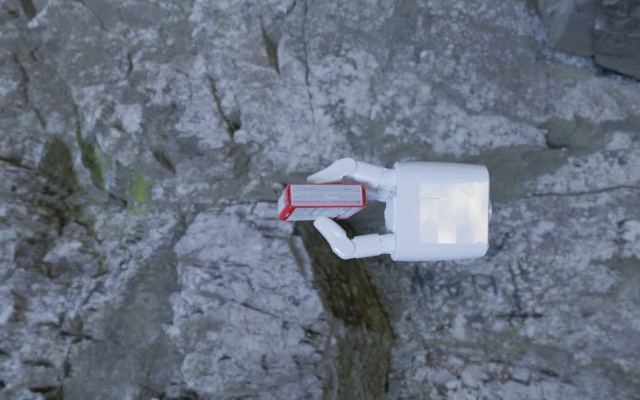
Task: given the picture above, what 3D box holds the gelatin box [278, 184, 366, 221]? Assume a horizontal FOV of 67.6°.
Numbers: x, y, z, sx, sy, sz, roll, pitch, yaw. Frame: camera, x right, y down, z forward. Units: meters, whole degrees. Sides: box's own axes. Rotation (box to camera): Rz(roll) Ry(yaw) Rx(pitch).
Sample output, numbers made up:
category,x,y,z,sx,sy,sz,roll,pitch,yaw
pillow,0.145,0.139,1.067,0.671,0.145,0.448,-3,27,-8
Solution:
category,x,y,z,sx,sy,sz,roll,pitch,yaw
gelatin box,0.000,0.002,0.551,0.089,0.030,0.073,-1,-13,-14
